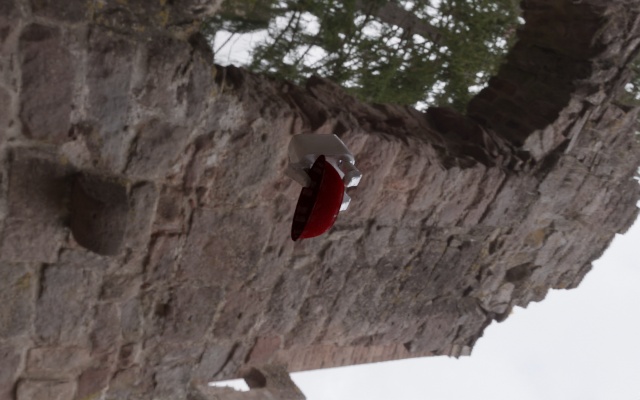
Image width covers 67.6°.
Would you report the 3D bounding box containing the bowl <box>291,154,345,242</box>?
[{"bbox_3d":[0.000,0.004,0.848,0.055,0.162,0.162,19,-4,-12],"label":"bowl"}]
